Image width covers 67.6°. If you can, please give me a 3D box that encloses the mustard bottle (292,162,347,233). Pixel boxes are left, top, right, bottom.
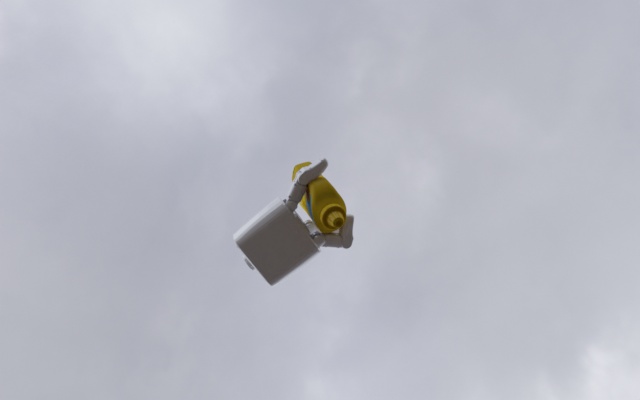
[{"bbox_3d":[0.000,0.002,0.818,0.058,0.096,0.191,-15,23,-11],"label":"mustard bottle"}]
